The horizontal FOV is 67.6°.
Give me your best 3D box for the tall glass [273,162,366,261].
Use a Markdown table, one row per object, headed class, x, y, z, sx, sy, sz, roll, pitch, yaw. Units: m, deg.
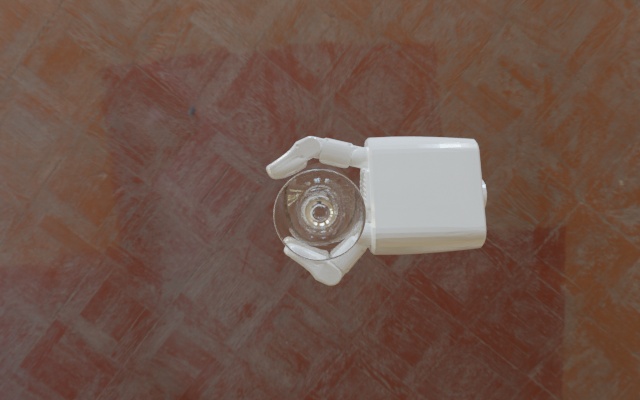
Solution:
| class | x | y | z | sx | sy | sz | roll | pitch | yaw |
| --- | --- | --- | --- | --- | --- | --- | --- | --- | --- |
| tall glass | 0.000 | 0.002 | 0.478 | 0.079 | 0.079 | 0.201 | 0 | 6 | 0 |
